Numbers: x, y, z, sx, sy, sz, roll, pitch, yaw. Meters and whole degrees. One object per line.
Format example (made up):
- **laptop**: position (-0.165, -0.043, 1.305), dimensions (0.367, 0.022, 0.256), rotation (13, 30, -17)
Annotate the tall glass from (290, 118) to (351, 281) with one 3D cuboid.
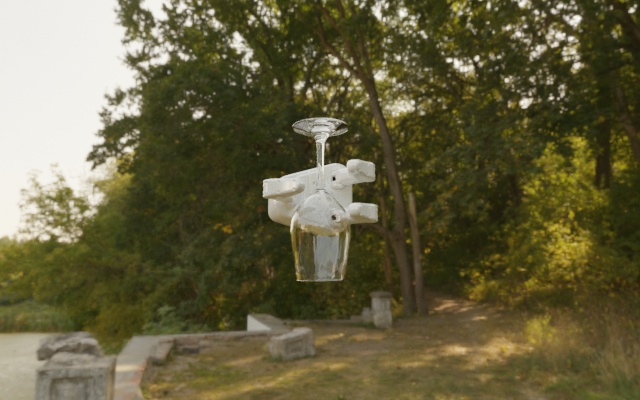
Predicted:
- **tall glass**: position (0.000, 0.001, 0.612), dimensions (0.079, 0.201, 0.079), rotation (0, -9, 0)
